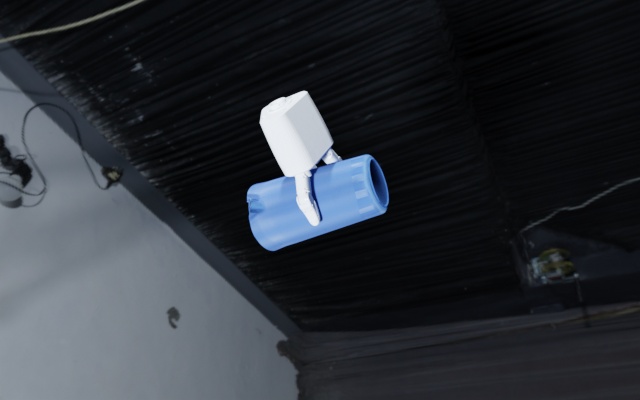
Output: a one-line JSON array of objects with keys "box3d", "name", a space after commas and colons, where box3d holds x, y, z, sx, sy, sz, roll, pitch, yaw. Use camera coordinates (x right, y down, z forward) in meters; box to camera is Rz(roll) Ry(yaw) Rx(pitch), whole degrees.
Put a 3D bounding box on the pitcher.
[{"box3d": [0.000, 0.003, 0.884, 0.243, 0.145, 0.149, -17, 25, 23], "name": "pitcher"}]
